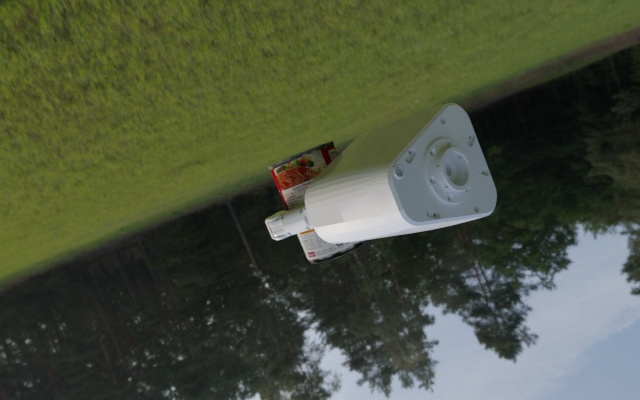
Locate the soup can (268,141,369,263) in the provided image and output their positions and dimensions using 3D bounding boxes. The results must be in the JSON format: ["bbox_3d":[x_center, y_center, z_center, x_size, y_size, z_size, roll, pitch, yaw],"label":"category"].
[{"bbox_3d":[0.000,0.002,0.467,0.068,0.102,0.068,-22,5,2],"label":"soup can"}]
